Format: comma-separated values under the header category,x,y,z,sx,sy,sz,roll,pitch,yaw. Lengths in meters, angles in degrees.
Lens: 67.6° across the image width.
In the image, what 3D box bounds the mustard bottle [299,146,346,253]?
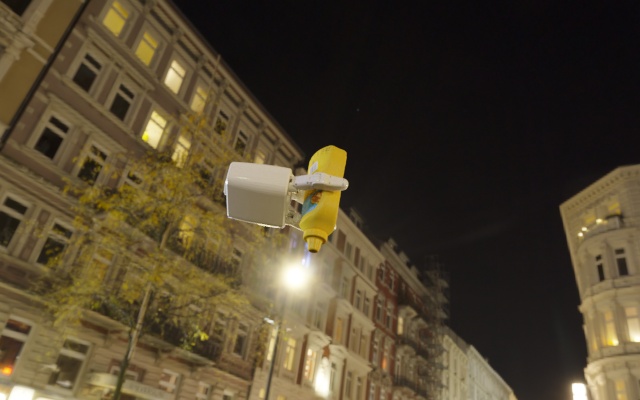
category,x,y,z,sx,sy,sz,roll,pitch,yaw
mustard bottle,0.000,0.003,0.846,0.058,0.191,0.096,22,-32,-21
